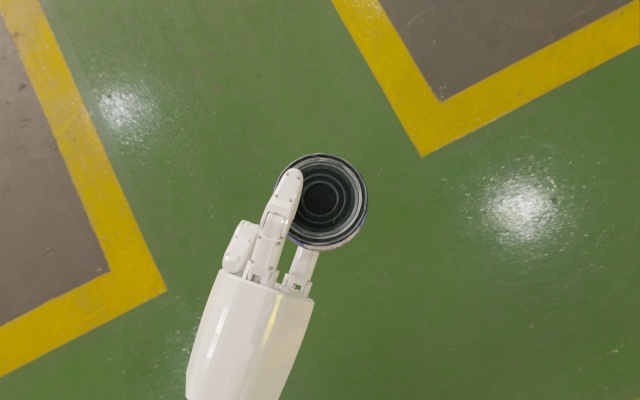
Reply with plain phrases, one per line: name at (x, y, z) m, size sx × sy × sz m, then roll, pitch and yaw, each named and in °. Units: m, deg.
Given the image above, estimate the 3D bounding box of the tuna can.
tuna can at (0.000, 0.001, 0.430) m, size 0.086 × 0.086 × 0.034 m, roll 0°, pitch -14°, yaw 3°
